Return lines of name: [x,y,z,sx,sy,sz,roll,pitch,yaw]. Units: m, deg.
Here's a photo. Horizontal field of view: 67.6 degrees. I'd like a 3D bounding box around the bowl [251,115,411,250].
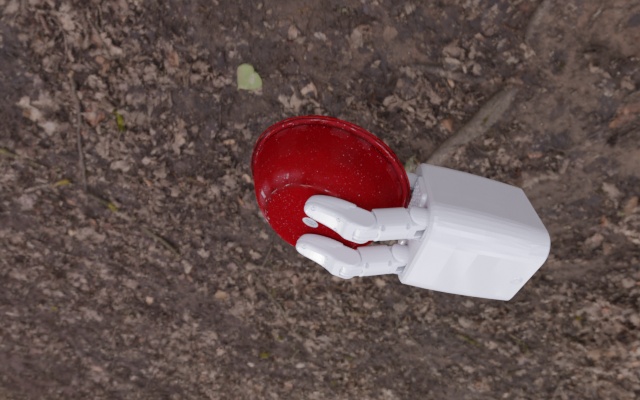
bowl: [-0.001,0.002,0.451,0.162,0.162,0.055,0,43,23]
